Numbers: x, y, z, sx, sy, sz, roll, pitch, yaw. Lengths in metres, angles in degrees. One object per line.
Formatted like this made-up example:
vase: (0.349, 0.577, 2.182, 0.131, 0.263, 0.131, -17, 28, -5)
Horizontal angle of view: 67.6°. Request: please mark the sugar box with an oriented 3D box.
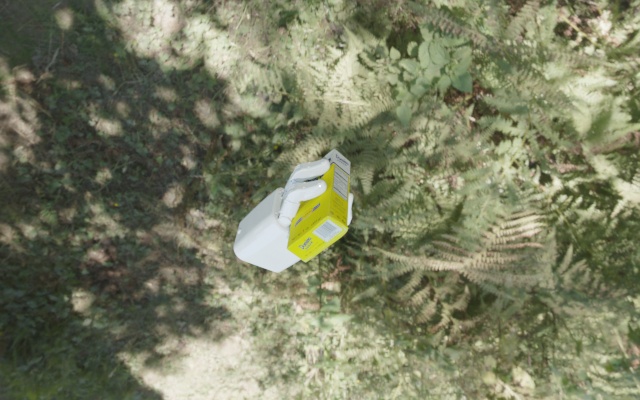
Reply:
sugar box: (0.000, 0.002, 0.743, 0.048, 0.176, 0.093, 37, -59, -25)
